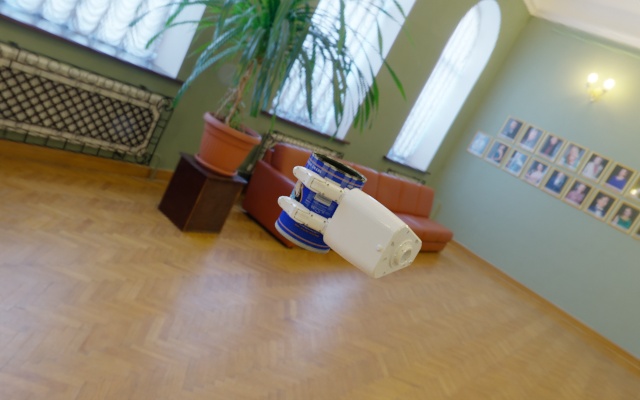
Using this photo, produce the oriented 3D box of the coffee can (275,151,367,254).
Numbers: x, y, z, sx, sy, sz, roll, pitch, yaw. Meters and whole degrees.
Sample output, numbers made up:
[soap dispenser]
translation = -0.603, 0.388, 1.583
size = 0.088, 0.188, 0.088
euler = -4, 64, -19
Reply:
[coffee can]
translation = 0.000, 0.003, 0.799
size = 0.103, 0.140, 0.102
euler = 26, 12, -6
